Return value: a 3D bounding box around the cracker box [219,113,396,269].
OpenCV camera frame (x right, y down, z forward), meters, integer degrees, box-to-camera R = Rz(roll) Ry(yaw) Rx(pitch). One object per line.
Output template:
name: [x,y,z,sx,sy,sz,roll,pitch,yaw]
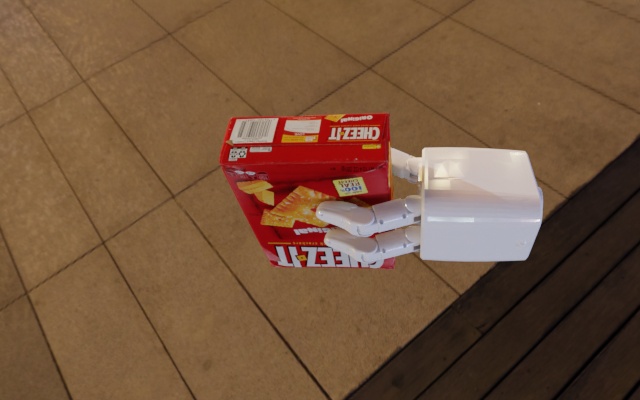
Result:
cracker box: [0.000,0.002,0.536,0.164,0.072,0.214,0,-36,11]
